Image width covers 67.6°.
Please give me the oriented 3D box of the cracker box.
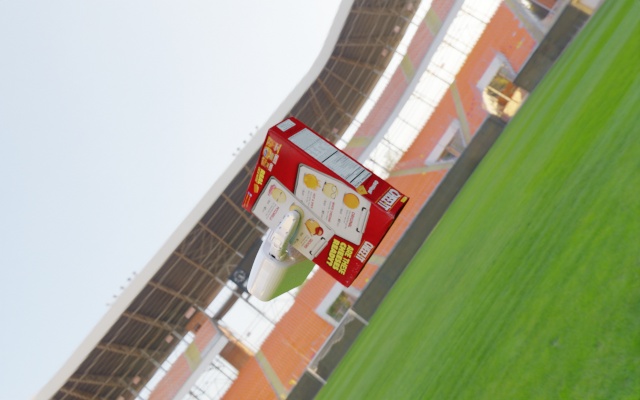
[{"bbox_3d":[0.000,0.002,0.709,0.213,0.164,0.072,36,42,11],"label":"cracker box"}]
